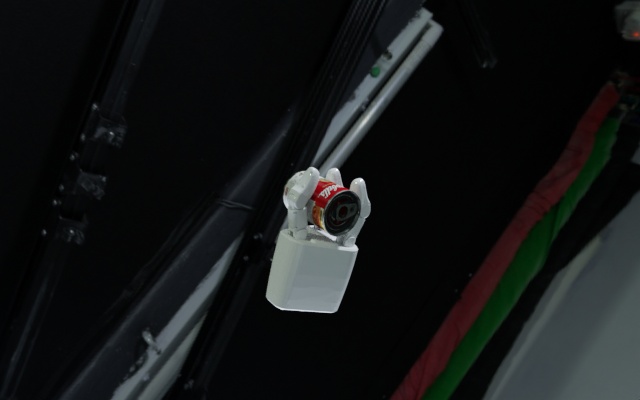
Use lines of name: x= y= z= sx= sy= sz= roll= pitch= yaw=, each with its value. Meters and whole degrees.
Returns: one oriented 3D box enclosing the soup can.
soup can: x=0.000 y=0.002 z=0.690 sx=0.068 sy=0.068 sz=0.102 roll=0 pitch=19 yaw=-40
